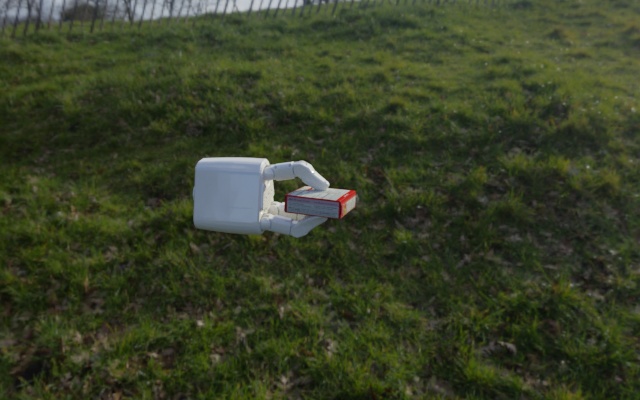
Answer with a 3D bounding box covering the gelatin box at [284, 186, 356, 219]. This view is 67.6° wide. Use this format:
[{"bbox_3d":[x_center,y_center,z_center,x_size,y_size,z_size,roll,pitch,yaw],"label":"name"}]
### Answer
[{"bbox_3d":[0.000,0.002,0.713,0.089,0.030,0.073,6,14,20],"label":"gelatin box"}]
